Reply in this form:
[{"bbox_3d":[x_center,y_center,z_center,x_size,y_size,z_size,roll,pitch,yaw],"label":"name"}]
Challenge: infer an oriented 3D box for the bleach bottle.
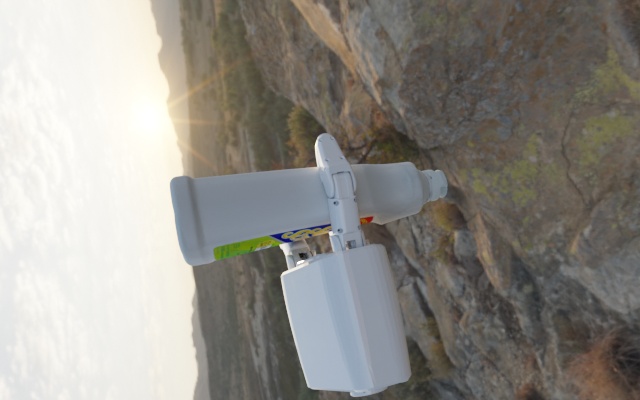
[{"bbox_3d":[0.000,0.001,0.433,0.251,0.068,0.102,-10,-14,-14],"label":"bleach bottle"}]
